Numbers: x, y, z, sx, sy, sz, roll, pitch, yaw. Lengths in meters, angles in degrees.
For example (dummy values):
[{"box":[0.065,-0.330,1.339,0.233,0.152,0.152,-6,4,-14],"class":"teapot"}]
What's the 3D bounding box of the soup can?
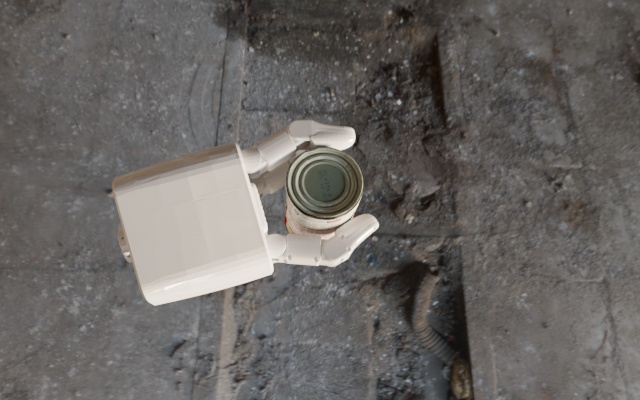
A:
[{"box":[0.001,0.001,0.445,0.068,0.068,0.102,0,-21,-4],"class":"soup can"}]
